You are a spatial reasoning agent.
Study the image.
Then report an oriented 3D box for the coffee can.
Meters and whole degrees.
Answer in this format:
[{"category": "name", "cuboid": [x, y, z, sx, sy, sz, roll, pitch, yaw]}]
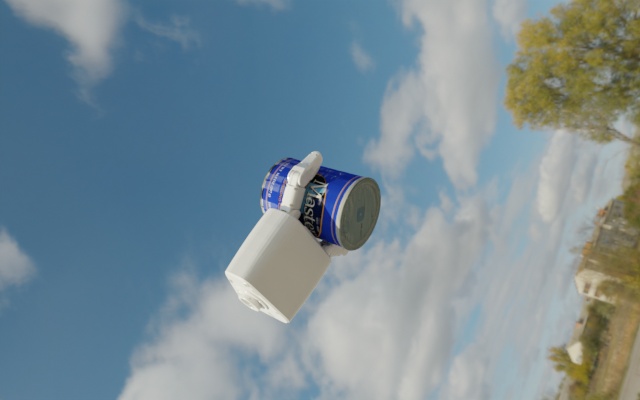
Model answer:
[{"category": "coffee can", "cuboid": [0.000, 0.002, 0.682, 0.140, 0.103, 0.103, 17, 10, 34]}]
